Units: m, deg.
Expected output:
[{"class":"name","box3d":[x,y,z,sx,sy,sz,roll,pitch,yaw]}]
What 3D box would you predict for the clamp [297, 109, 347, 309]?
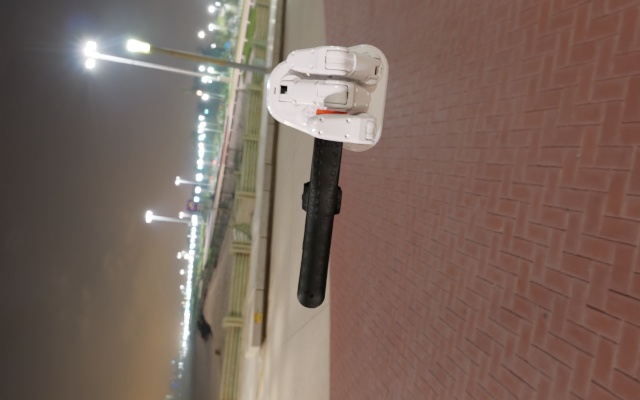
[{"class":"clamp","box3d":[-0.001,0.001,0.451,0.039,0.171,0.120,8,9,-8]}]
